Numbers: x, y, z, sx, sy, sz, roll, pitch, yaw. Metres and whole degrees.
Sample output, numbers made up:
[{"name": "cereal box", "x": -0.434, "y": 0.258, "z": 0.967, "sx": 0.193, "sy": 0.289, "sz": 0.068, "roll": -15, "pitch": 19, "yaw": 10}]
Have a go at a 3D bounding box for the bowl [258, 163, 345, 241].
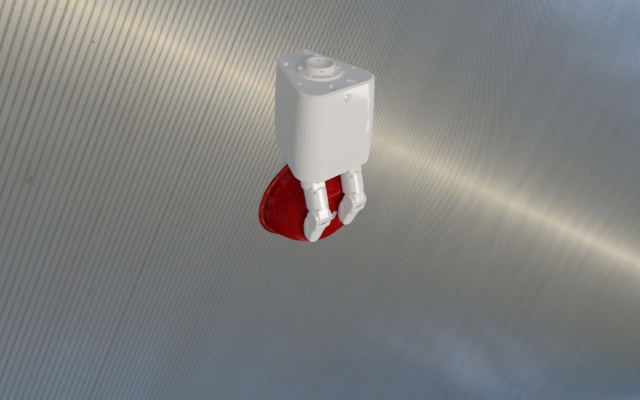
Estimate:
[{"name": "bowl", "x": 0.000, "y": 0.003, "z": 0.634, "sx": 0.162, "sy": 0.162, "sz": 0.055, "roll": 0, "pitch": 41, "yaw": -51}]
